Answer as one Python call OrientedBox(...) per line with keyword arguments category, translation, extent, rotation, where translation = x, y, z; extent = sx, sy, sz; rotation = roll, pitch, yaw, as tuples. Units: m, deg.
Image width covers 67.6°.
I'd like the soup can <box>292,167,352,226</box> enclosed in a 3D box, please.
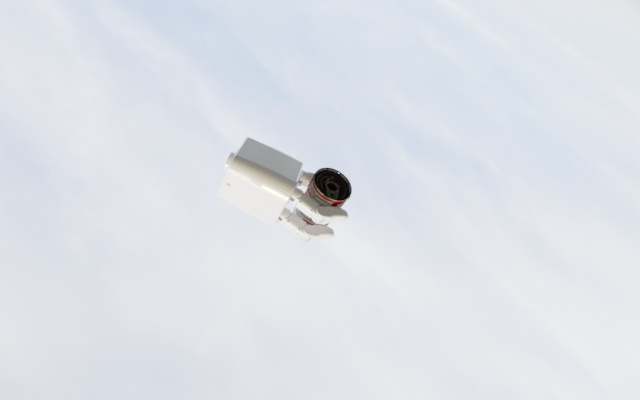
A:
OrientedBox(category="soup can", translation=(0.000, 0.003, 0.801), extent=(0.068, 0.068, 0.102), rotation=(0, -36, -29))
